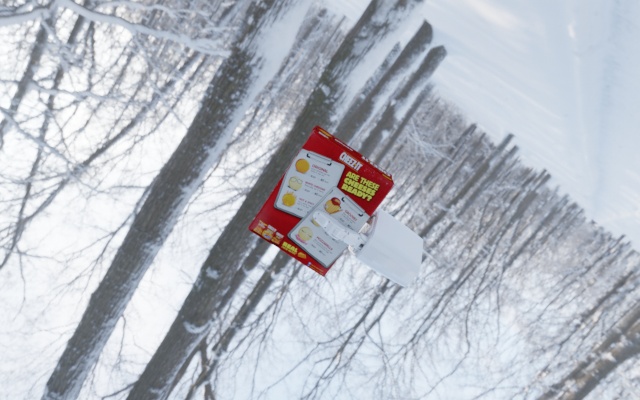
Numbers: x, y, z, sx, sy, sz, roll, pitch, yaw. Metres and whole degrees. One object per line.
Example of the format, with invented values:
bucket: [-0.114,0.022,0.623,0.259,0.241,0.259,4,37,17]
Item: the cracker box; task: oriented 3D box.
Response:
cracker box: [0.000,0.003,0.837,0.164,0.214,0.072,33,18,-7]
